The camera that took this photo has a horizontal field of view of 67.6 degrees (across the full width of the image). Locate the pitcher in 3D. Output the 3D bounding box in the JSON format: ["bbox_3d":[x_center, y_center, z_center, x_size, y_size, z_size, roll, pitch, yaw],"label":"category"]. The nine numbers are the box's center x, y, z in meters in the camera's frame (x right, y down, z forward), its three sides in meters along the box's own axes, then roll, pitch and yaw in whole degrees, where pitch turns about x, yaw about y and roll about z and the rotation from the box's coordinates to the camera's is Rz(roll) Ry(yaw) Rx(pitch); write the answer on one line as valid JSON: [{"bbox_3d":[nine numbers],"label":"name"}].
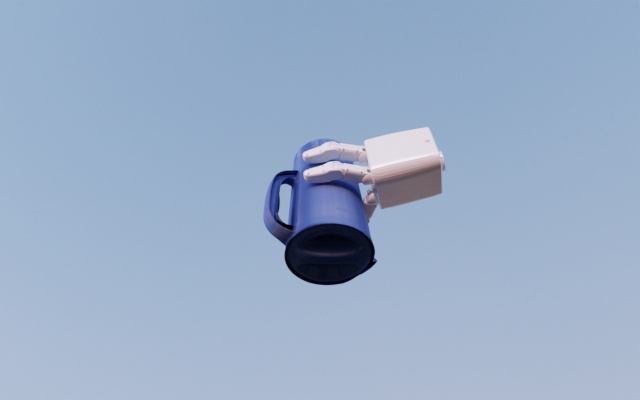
[{"bbox_3d":[0.000,0.003,0.776,0.145,0.149,0.242,-14,40,9],"label":"pitcher"}]
